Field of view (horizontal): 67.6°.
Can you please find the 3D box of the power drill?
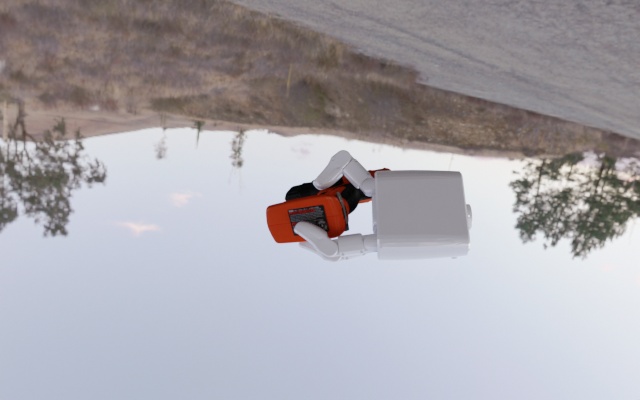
[{"bbox_3d":[0.000,0.002,0.676,0.184,0.057,0.187,-11,12,27],"label":"power drill"}]
